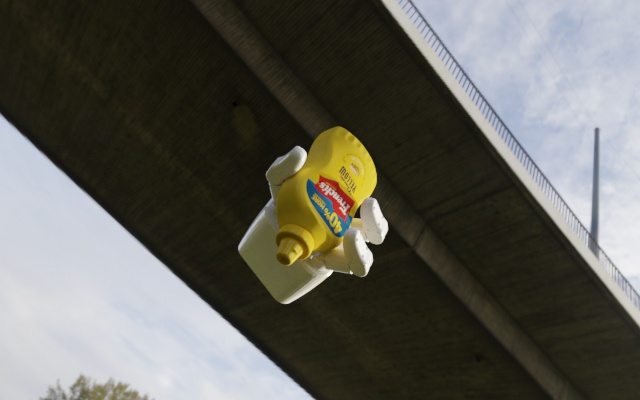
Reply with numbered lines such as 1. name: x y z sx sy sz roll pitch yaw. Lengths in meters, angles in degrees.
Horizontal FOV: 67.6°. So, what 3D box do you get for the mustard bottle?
1. mustard bottle: 0.000 0.002 0.549 0.058 0.096 0.191 -15 29 39
